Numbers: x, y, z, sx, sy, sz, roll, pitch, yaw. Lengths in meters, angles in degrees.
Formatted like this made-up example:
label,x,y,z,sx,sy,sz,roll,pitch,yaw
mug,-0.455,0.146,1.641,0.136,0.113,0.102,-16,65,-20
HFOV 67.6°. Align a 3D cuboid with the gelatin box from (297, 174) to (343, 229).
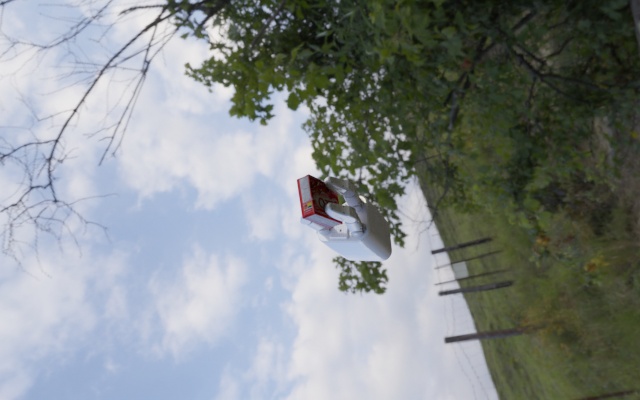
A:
label,x,y,z,sx,sy,sz,roll,pitch,yaw
gelatin box,0.000,0.003,0.823,0.030,0.073,0.089,-22,-26,29
